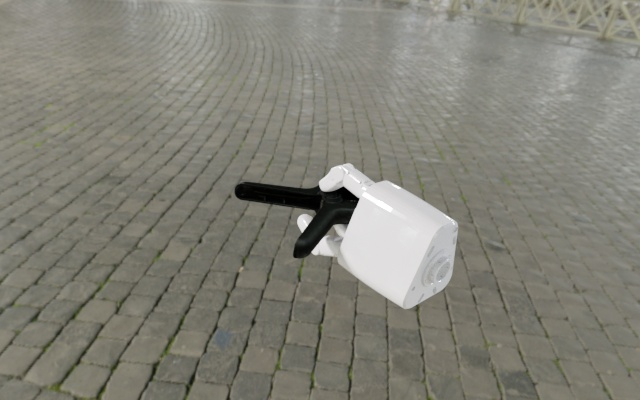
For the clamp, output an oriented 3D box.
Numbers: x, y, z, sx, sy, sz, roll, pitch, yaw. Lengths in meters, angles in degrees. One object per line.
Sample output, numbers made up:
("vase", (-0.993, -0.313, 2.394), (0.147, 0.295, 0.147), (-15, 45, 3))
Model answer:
("clamp", (0.001, 0.001, 0.645), (0.210, 0.036, 0.164), (-16, 39, -39))
